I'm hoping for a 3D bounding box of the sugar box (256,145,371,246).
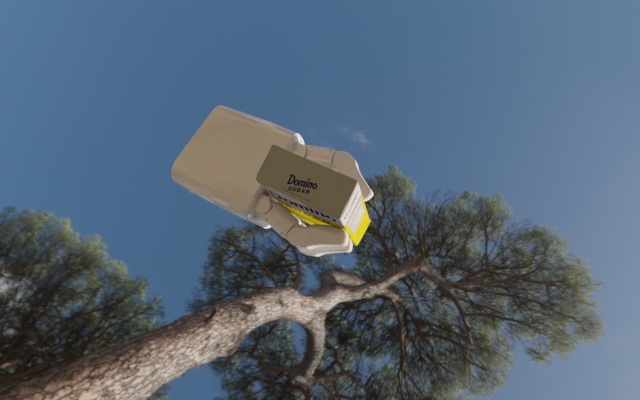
[{"bbox_3d":[0.000,0.002,0.517,0.093,0.048,0.176,24,-6,15],"label":"sugar box"}]
